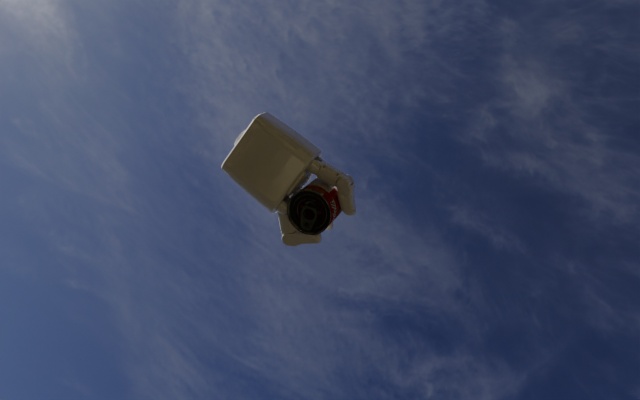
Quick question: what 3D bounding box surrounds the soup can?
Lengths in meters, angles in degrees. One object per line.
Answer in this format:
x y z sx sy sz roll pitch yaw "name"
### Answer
0.001 0.002 0.721 0.068 0.068 0.102 0 18 21 "soup can"
